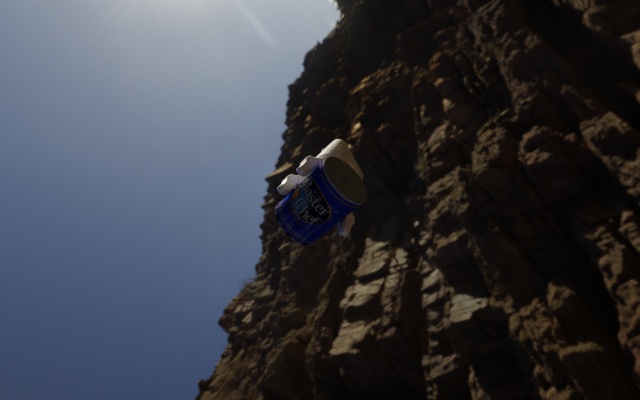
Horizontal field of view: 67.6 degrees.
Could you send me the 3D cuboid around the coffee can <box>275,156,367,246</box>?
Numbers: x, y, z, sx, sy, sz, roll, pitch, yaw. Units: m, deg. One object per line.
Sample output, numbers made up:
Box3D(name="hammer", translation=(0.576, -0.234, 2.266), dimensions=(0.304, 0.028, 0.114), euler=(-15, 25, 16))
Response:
Box3D(name="coffee can", translation=(0.000, 0.003, 0.867), dimensions=(0.140, 0.102, 0.103), euler=(-41, -23, 29))
